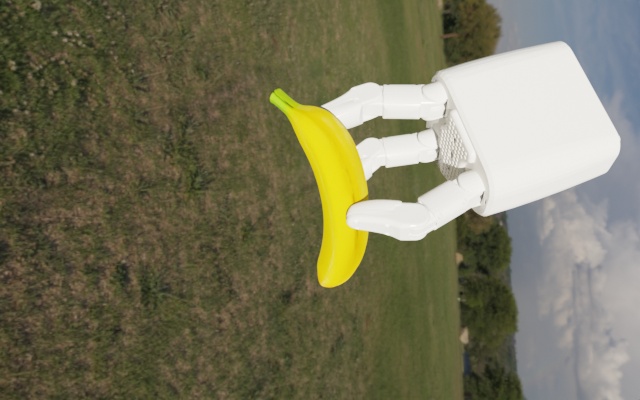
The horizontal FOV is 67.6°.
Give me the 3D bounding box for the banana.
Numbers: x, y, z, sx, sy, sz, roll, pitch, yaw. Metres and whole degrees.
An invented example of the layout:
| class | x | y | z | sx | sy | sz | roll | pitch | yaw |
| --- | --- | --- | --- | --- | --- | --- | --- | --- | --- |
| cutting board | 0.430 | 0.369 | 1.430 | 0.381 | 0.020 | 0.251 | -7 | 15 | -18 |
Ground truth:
| class | x | y | z | sx | sy | sz | roll | pitch | yaw |
| --- | --- | --- | --- | --- | --- | --- | --- | --- | --- |
| banana | 0.011 | 0.004 | 0.393 | 0.037 | 0.198 | 0.069 | -29 | 35 | -27 |
